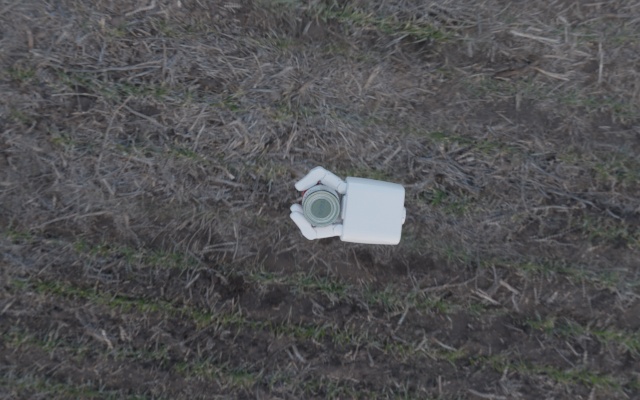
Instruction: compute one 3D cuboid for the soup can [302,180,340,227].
[{"bbox_3d":[0.000,0.003,0.872,0.068,0.068,0.102,0,14,-2],"label":"soup can"}]
